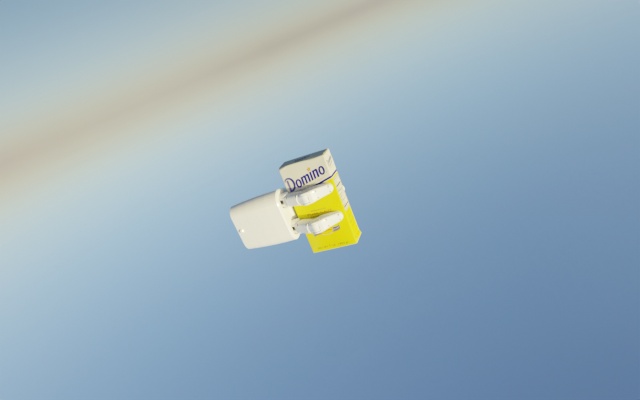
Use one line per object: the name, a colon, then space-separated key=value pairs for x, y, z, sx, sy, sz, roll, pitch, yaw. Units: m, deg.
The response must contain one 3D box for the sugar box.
sugar box: x=0.000 y=0.003 z=0.868 sx=0.093 sy=0.176 sz=0.048 roll=-16 pitch=20 yaw=22
